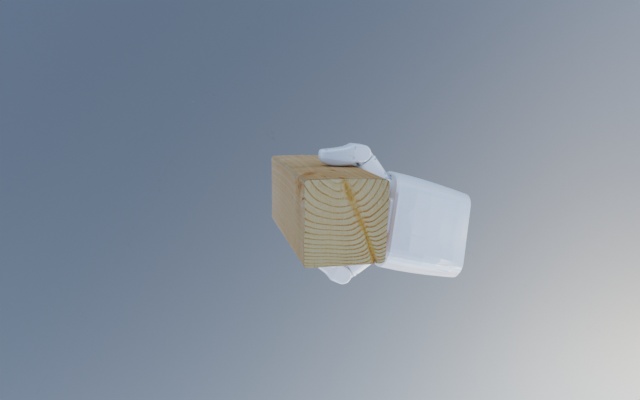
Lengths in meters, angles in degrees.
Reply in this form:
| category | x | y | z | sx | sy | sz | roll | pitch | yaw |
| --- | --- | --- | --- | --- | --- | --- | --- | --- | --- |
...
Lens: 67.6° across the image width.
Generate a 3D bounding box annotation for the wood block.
| category | x | y | z | sx | sy | sz | roll | pitch | yaw |
| --- | --- | --- | --- | --- | --- | --- | --- | --- | --- |
| wood block | 0.001 | 0.002 | 0.570 | 0.090 | 0.091 | 0.206 | -1 | 12 | -15 |
